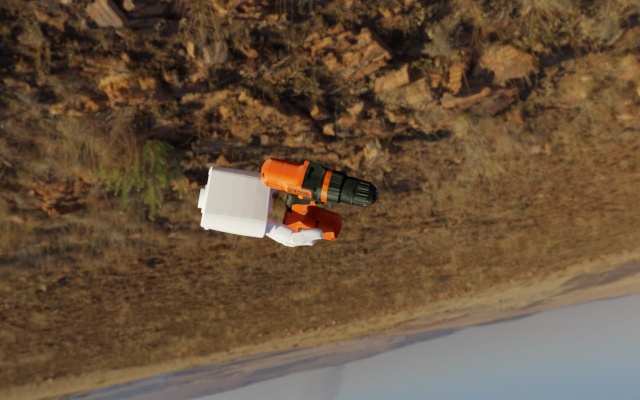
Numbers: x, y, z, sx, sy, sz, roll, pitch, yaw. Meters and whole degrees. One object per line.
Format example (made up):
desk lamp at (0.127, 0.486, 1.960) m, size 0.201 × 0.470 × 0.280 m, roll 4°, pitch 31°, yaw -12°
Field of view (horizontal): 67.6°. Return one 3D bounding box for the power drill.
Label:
power drill at (0.000, 0.003, 0.799) m, size 0.184 × 0.057 × 0.188 m, roll 15°, pitch -26°, yaw 9°
